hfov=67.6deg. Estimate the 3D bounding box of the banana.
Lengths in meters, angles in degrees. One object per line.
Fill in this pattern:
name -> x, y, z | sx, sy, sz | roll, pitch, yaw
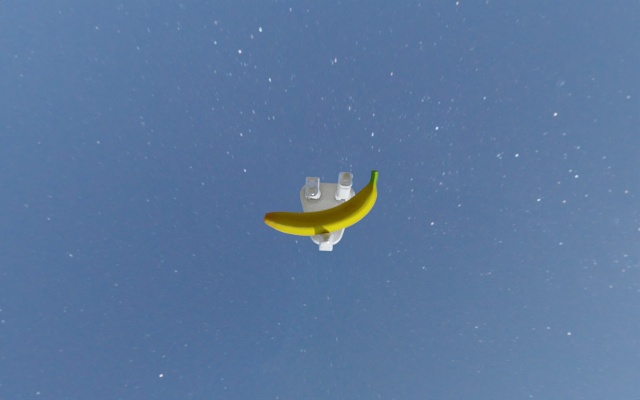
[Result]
banana -> 0.010, 0.019, 0.768 | 0.198, 0.069, 0.037 | -22, 0, -1
